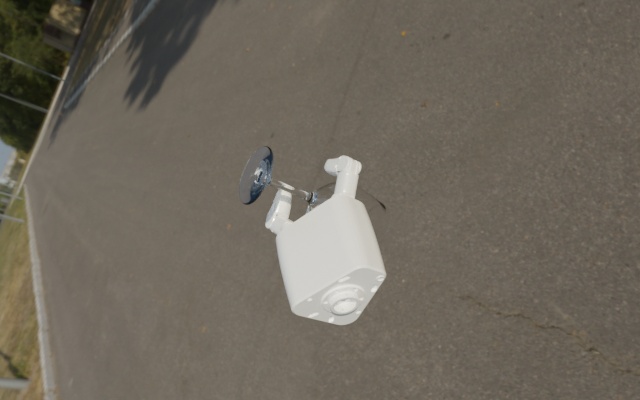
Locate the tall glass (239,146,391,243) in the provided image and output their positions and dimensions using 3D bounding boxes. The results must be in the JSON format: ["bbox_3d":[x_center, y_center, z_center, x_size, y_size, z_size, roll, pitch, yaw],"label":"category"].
[{"bbox_3d":[0.000,0.002,0.620,0.201,0.079,0.079,22,-12,-32],"label":"tall glass"}]
